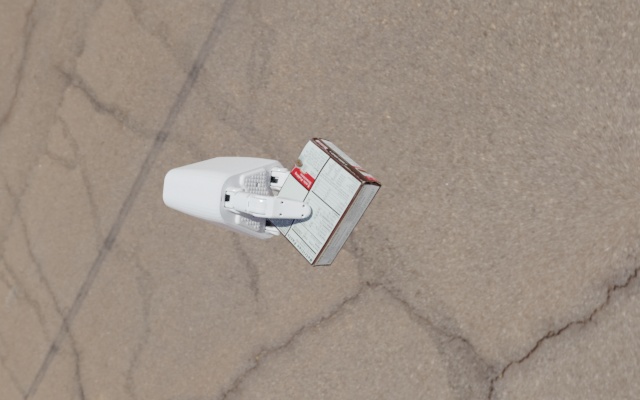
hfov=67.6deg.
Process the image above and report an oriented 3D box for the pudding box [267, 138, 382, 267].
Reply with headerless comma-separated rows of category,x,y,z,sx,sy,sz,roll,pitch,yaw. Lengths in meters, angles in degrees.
pudding box,0.000,0.002,0.519,0.090,0.113,0.039,43,24,30
